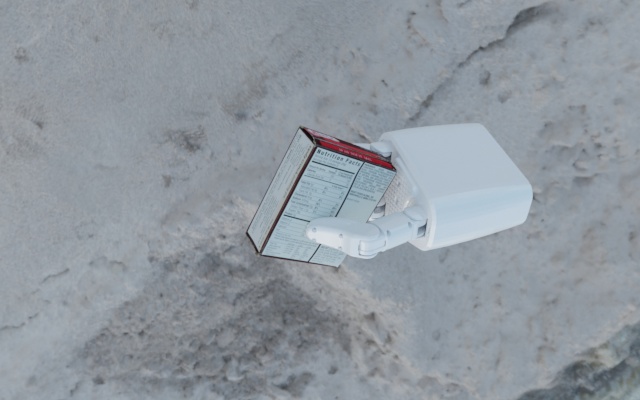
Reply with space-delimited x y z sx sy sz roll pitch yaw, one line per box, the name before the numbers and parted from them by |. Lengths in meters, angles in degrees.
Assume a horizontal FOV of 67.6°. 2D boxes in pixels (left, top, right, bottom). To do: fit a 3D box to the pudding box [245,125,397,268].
pudding box | 0.000 0.001 0.412 0.090 0.113 0.039 15 23 -34
